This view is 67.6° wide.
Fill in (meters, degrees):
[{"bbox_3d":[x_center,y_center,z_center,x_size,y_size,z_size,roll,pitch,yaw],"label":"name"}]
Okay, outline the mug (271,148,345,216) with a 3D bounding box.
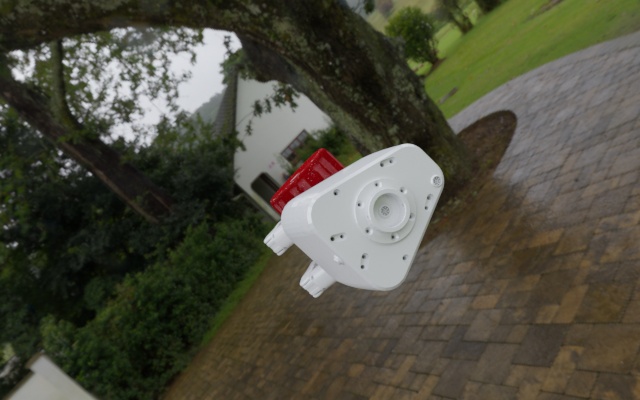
[{"bbox_3d":[0.000,0.002,0.510,0.081,0.093,0.117,44,-13,-7],"label":"mug"}]
